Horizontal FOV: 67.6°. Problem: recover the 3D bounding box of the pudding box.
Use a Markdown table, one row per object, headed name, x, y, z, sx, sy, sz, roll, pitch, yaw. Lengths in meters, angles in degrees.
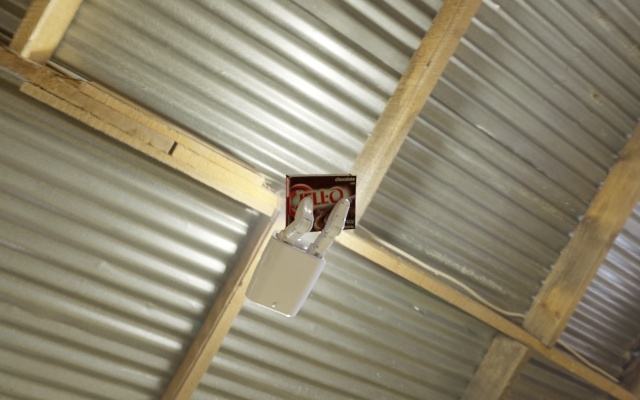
| name | x | y | z | sx | sy | sz | roll | pitch | yaw |
| --- | --- | --- | --- | --- | --- | --- | --- | --- | --- |
| pudding box | 0.000 | 0.003 | 0.766 | 0.113 | 0.090 | 0.039 | -3 | 12 | -18 |
